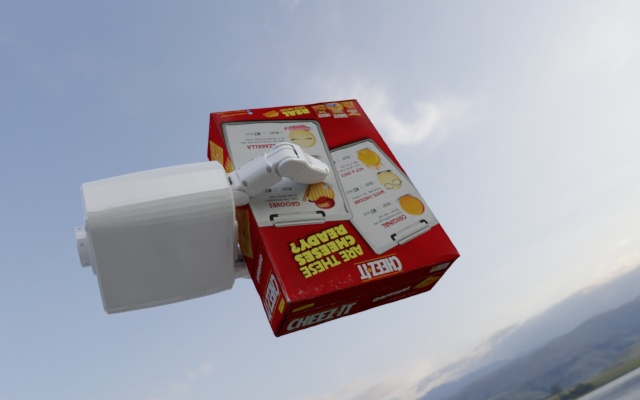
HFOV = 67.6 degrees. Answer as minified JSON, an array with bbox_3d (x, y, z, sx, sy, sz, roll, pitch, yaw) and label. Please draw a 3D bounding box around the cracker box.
[{"bbox_3d":[0.000,0.001,0.453,0.164,0.213,0.072,-11,-36,-24],"label":"cracker box"}]
